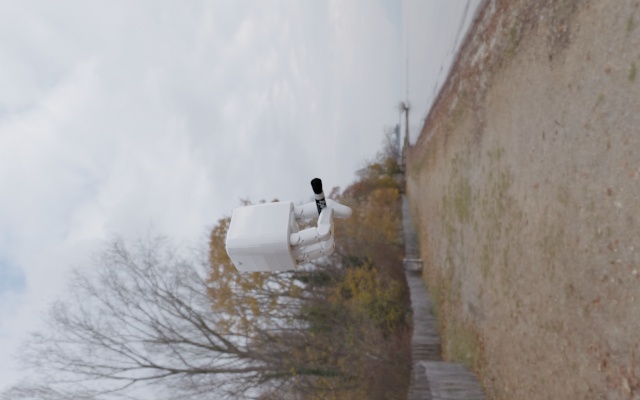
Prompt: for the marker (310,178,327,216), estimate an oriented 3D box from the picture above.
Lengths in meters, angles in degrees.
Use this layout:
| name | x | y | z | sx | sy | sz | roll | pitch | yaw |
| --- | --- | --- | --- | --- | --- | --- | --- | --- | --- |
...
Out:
| name | x | y | z | sx | sy | sz | roll | pitch | yaw |
| --- | --- | --- | --- | --- | --- | --- | --- | --- | --- |
| marker | 0.000 | 0.003 | 0.798 | 0.020 | 0.020 | 0.121 | 0 | -35 | 9 |
